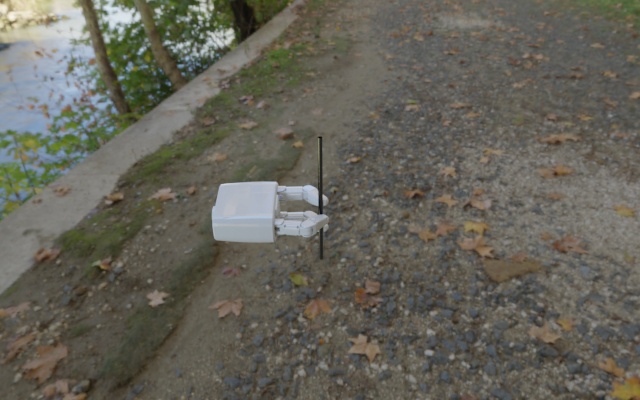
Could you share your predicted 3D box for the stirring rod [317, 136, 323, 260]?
[{"bbox_3d":[0.000,0.003,0.832,0.011,0.240,0.011,0,29,0],"label":"stirring rod"}]
